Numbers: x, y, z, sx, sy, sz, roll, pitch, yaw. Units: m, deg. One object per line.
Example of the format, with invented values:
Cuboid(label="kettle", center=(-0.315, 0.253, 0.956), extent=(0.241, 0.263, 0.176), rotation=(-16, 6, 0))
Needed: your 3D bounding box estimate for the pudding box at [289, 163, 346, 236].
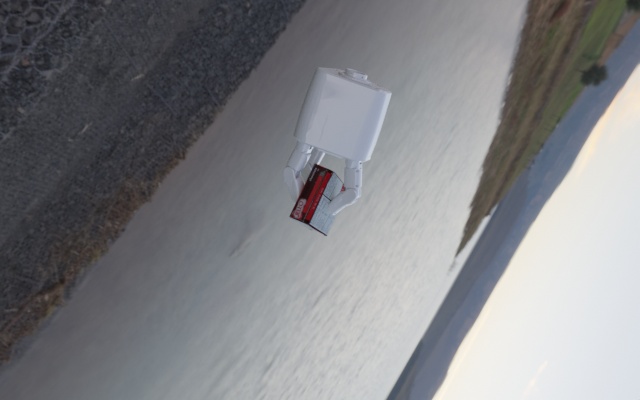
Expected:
Cuboid(label="pudding box", center=(0.000, 0.002, 0.748), extent=(0.039, 0.090, 0.113), rotation=(24, -6, 21))
